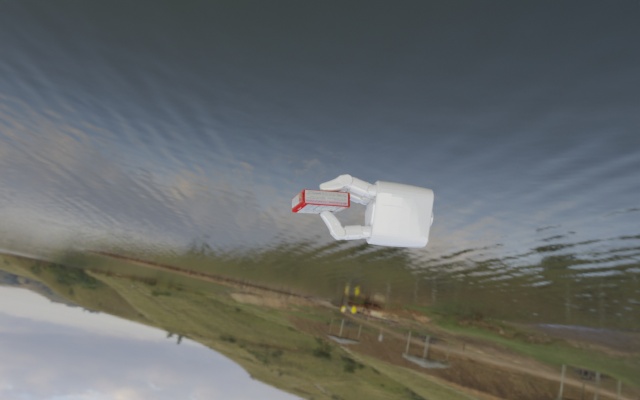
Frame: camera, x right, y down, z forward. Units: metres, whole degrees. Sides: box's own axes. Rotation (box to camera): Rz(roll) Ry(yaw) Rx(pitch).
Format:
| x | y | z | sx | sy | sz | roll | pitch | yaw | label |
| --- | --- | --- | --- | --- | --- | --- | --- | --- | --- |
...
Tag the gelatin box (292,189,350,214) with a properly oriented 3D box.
| x | y | z | sx | sy | sz | roll | pitch | yaw | label |
| --- | --- | --- | --- | --- | --- | --- | --- | --- | --- |
| 0.000 | 0.003 | 0.864 | 0.089 | 0.030 | 0.073 | 3 | -13 | -19 | gelatin box |
